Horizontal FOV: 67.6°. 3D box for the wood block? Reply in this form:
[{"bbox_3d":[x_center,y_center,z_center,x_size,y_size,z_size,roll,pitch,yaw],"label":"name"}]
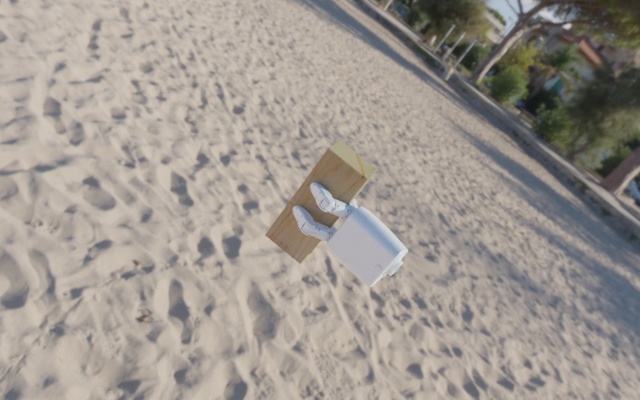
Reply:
[{"bbox_3d":[0.001,0.003,0.873,0.090,0.206,0.090,39,22,3],"label":"wood block"}]
